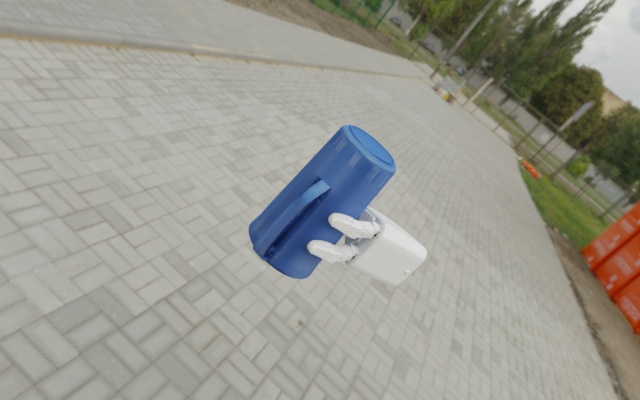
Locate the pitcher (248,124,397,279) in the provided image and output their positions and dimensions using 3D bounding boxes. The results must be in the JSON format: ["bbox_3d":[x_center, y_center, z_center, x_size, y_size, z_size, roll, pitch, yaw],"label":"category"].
[{"bbox_3d":[0.000,0.003,0.752,0.145,0.243,0.149,29,24,-27],"label":"pitcher"}]
